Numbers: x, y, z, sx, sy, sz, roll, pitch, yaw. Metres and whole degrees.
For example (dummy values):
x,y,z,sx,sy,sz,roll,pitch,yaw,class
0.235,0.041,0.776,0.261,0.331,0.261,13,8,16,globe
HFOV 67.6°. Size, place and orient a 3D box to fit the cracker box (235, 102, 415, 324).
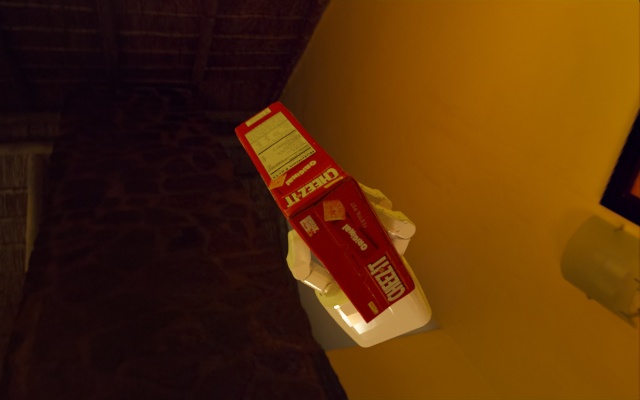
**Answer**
x,y,z,sx,sy,sz,roll,pitch,yaw,class
0.000,0.002,0.515,0.072,0.164,0.213,-35,35,-1,cracker box
